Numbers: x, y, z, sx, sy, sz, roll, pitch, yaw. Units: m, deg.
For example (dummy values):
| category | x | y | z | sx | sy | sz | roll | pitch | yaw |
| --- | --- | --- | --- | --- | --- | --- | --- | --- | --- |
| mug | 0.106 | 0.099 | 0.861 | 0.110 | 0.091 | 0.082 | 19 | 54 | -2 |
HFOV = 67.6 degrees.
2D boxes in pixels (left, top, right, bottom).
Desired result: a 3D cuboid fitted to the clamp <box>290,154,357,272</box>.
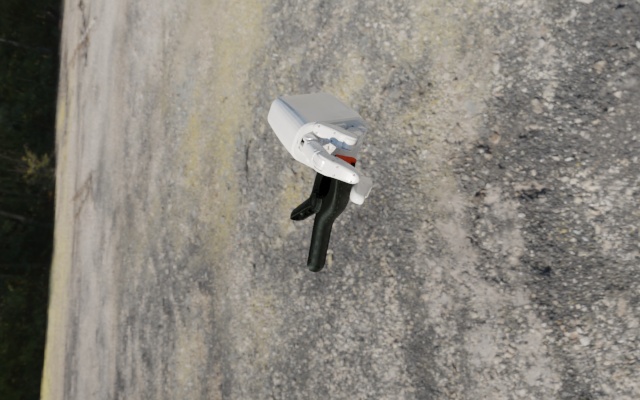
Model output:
| category | x | y | z | sx | sy | sz | roll | pitch | yaw |
| --- | --- | --- | --- | --- | --- | --- | --- | --- | --- |
| clamp | 0.000 | 0.002 | 0.678 | 0.039 | 0.171 | 0.120 | 5 | 30 | -33 |
